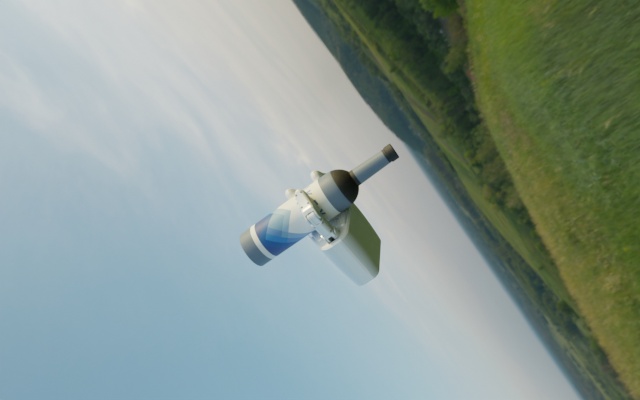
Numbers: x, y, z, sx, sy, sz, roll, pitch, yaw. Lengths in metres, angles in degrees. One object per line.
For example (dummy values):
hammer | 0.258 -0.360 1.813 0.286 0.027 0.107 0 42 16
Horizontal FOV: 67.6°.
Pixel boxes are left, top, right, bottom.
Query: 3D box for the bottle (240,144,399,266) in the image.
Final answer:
bottle | 0.000 0.003 0.791 0.296 0.069 0.069 -35 -8 12
